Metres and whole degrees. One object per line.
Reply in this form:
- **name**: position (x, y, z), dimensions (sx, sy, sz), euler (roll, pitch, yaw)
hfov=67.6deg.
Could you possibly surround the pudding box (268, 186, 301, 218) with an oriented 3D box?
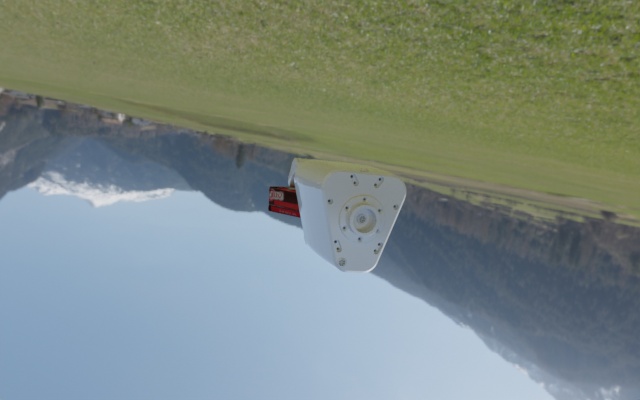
- **pudding box**: position (0.000, 0.002, 0.641), dimensions (0.113, 0.039, 0.090), euler (1, 7, -44)
